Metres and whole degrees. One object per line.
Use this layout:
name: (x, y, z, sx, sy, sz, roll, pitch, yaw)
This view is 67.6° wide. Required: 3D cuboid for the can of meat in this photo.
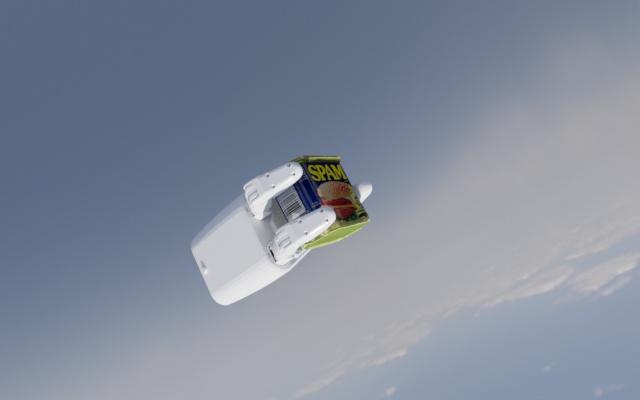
can of meat: (0.000, 0.002, 0.516, 0.057, 0.084, 0.102, -35, -14, 30)
